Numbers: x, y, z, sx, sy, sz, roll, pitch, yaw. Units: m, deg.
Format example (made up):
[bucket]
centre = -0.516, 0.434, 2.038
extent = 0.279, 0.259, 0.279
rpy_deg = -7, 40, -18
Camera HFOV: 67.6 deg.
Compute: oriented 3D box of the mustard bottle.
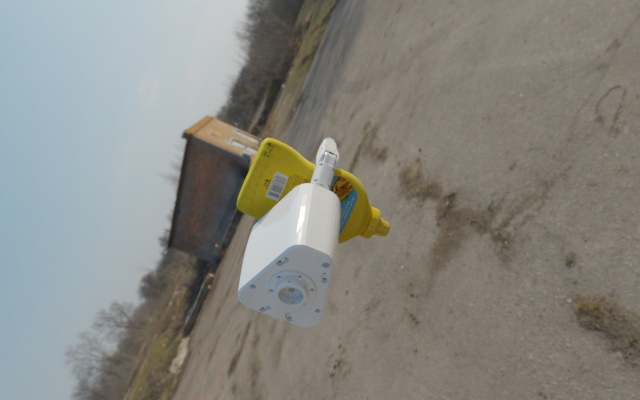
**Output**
[mustard bottle]
centre = 0.000, 0.002, 0.597
extent = 0.191, 0.096, 0.058
rpy_deg = 23, 7, -11
